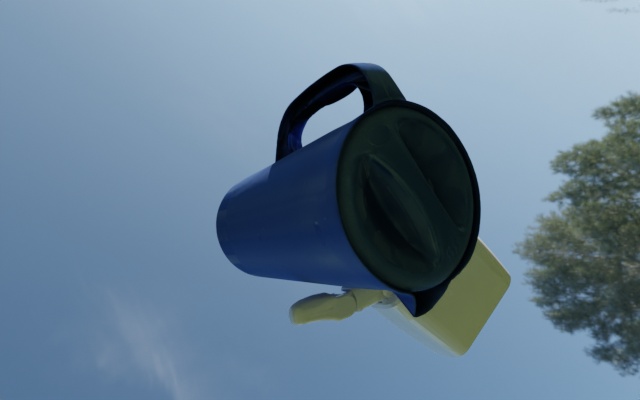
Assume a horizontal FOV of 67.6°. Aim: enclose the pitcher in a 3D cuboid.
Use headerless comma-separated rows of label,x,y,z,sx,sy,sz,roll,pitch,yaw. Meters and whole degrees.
pitcher,0.000,0.002,0.415,0.145,0.149,0.243,38,-26,-24
